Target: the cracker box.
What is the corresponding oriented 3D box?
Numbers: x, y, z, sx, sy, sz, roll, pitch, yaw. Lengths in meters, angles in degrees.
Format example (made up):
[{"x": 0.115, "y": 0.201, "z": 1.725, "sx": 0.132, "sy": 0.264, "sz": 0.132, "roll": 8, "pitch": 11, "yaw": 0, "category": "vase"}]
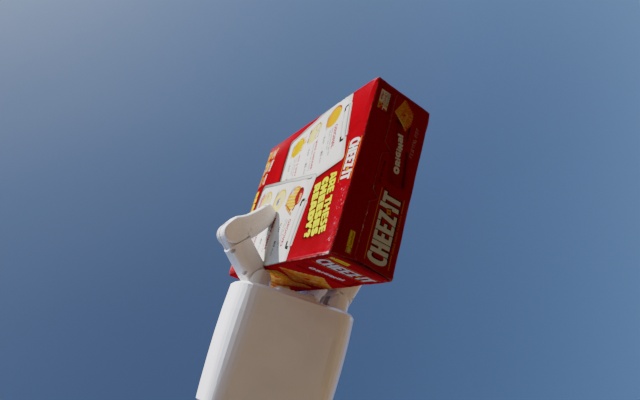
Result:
[{"x": 0.000, "y": 0.002, "z": 0.471, "sx": 0.072, "sy": 0.164, "sz": 0.214, "roll": 27, "pitch": -24, "yaw": -24, "category": "cracker box"}]
